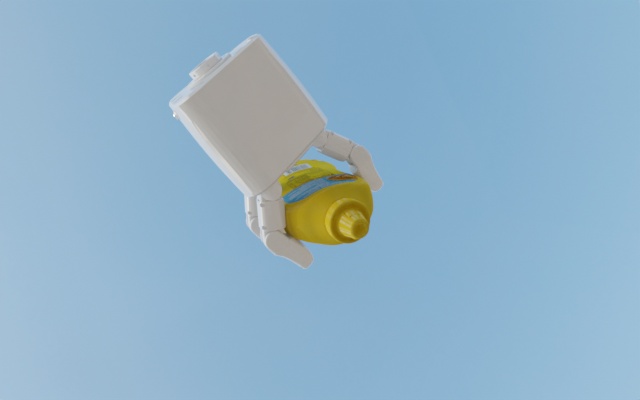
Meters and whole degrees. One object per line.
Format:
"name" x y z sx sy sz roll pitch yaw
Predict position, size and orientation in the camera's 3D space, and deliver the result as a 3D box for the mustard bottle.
"mustard bottle" 0.000 0.002 0.495 0.096 0.058 0.191 -18 19 -16
